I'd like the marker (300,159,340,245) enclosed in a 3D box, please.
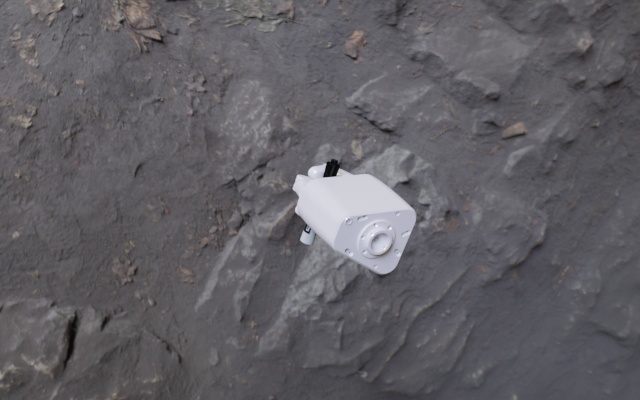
[{"bbox_3d":[0.000,0.002,0.638,0.020,0.121,0.020,18,16,-5],"label":"marker"}]
